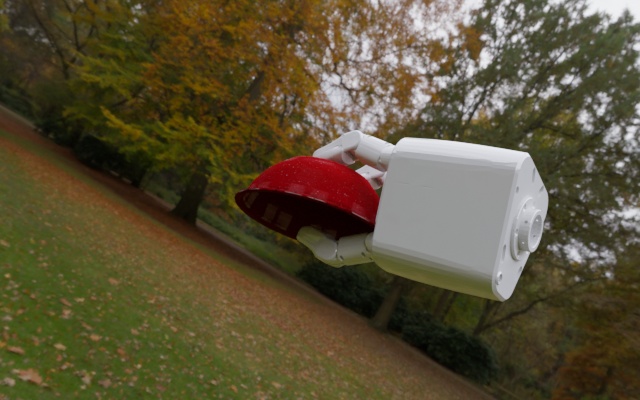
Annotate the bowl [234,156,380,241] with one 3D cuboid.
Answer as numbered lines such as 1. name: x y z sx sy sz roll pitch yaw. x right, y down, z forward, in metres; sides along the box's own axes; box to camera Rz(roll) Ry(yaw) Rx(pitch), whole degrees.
1. bowl: -0.001 0.001 0.477 0.162 0.055 0.162 15 -19 5
